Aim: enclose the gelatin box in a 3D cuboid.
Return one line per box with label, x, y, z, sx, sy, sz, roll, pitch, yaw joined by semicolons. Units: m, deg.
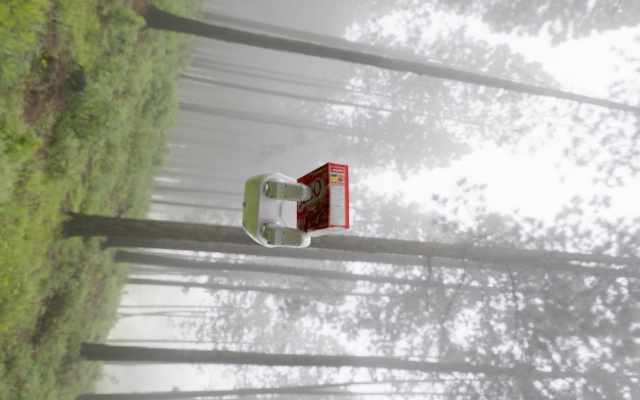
gelatin box;0.001;0.002;0.555;0.030;0.073;0.089;6;-12;-26
